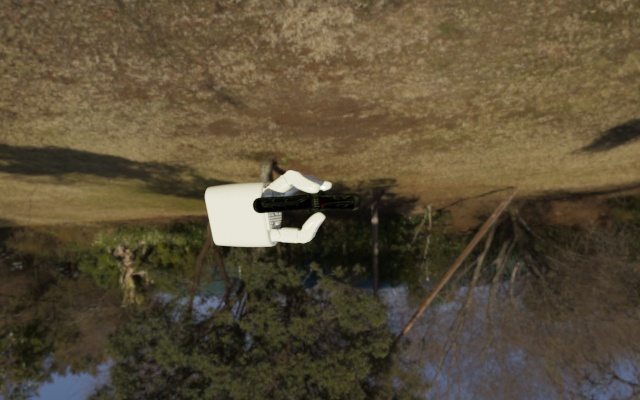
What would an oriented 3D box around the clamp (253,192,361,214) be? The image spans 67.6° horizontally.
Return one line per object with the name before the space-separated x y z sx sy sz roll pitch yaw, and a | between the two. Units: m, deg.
clamp | 0.000 0.003 0.803 0.164 0.036 0.210 -1 1 16
